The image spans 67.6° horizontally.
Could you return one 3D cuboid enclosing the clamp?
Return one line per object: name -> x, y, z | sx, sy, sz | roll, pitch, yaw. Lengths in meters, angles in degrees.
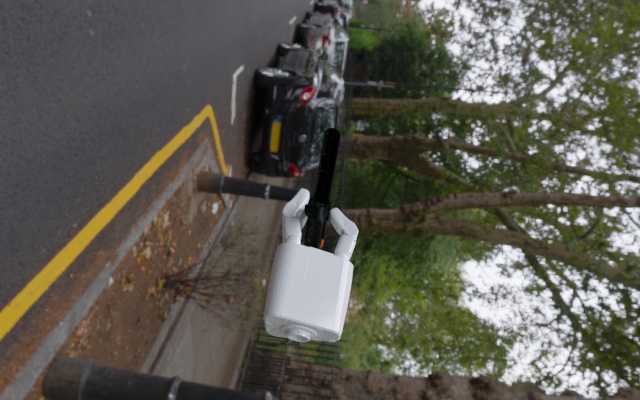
clamp -> 0.001, 0.003, 0.743 | 0.036, 0.164, 0.210 | 12, -32, 4
